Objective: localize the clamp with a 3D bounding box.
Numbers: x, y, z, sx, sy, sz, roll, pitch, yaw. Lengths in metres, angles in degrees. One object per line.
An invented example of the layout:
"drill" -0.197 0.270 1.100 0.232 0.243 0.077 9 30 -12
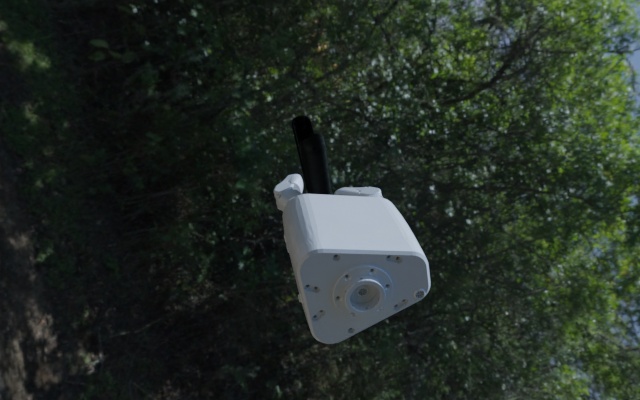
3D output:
"clamp" 0.001 0.002 0.562 0.036 0.210 0.164 -12 24 -2
